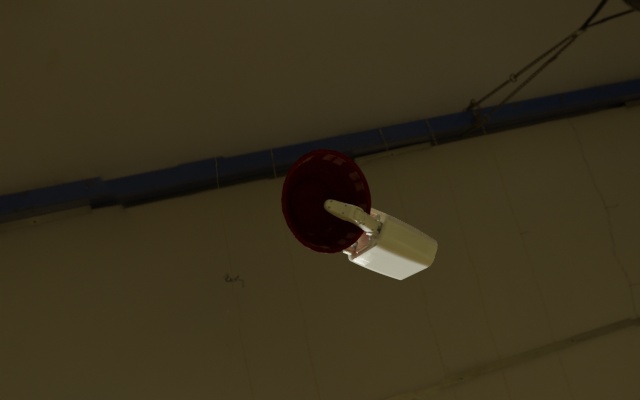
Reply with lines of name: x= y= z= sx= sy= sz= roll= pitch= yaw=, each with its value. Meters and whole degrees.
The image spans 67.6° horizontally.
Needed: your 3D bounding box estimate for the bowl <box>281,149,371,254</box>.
bowl: x=-0.001 y=0.002 z=0.756 sx=0.162 sy=0.162 sz=0.055 roll=0 pitch=-4 yaw=-31
